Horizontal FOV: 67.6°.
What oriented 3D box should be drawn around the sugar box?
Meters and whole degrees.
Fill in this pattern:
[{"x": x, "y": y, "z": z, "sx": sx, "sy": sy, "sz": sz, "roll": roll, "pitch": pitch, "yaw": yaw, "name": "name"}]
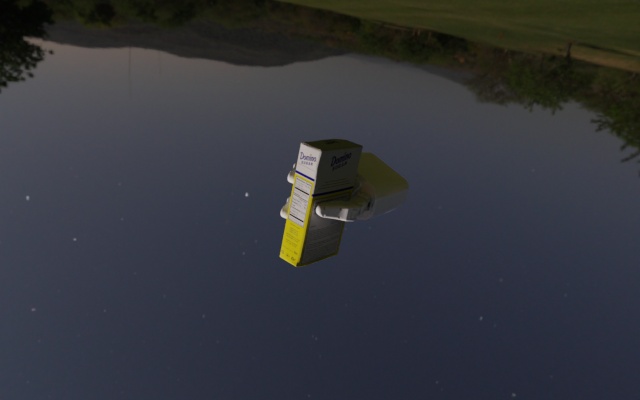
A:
[{"x": 0.000, "y": 0.002, "z": 0.682, "sx": 0.048, "sy": 0.176, "sz": 0.093, "roll": 25, "pitch": 24, "yaw": 36, "name": "sugar box"}]
